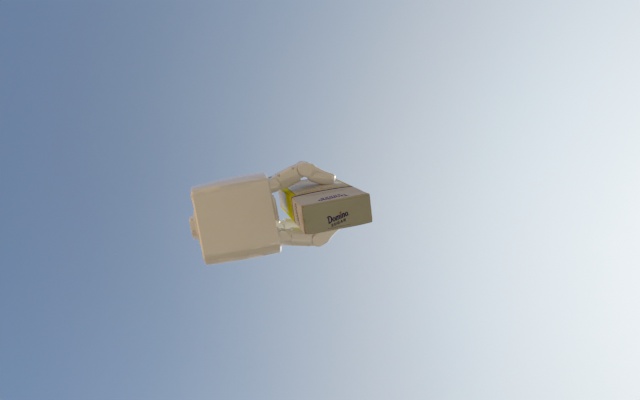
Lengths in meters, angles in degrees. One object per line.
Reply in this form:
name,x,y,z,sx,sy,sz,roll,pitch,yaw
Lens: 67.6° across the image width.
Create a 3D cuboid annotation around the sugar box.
sugar box,0.000,0.003,0.680,0.093,0.048,0.176,-10,15,-12
